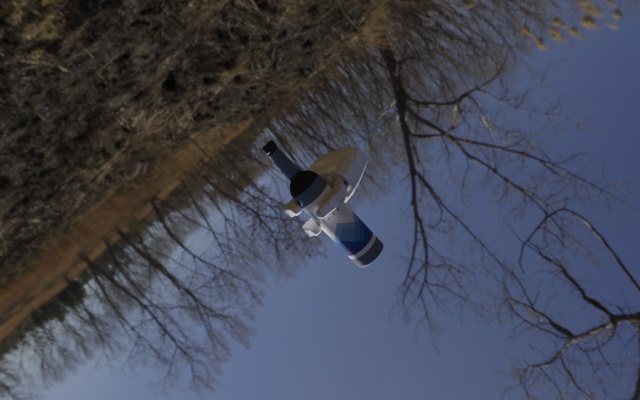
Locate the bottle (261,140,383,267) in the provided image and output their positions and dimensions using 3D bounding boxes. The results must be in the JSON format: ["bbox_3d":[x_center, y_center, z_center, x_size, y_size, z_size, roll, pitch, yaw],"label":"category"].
[{"bbox_3d":[0.000,0.003,0.899,0.069,0.296,0.069,-40,15,13],"label":"bottle"}]
